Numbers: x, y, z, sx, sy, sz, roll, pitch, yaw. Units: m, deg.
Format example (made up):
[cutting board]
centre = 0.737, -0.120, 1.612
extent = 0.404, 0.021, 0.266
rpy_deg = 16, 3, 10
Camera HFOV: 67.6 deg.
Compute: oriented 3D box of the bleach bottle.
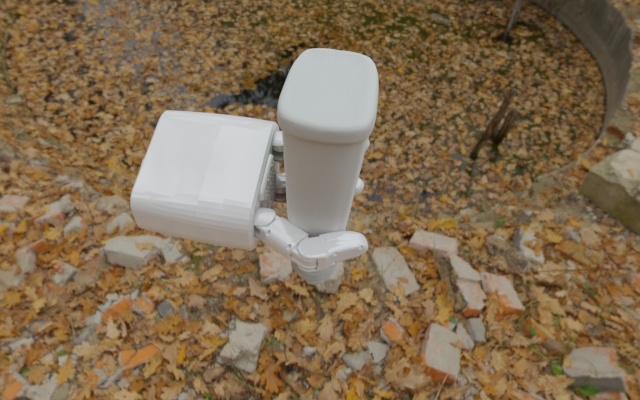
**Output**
[bleach bottle]
centre = 0.000, 0.001, 0.426
extent = 0.068, 0.102, 0.251
rpy_deg = 9, -43, 3
